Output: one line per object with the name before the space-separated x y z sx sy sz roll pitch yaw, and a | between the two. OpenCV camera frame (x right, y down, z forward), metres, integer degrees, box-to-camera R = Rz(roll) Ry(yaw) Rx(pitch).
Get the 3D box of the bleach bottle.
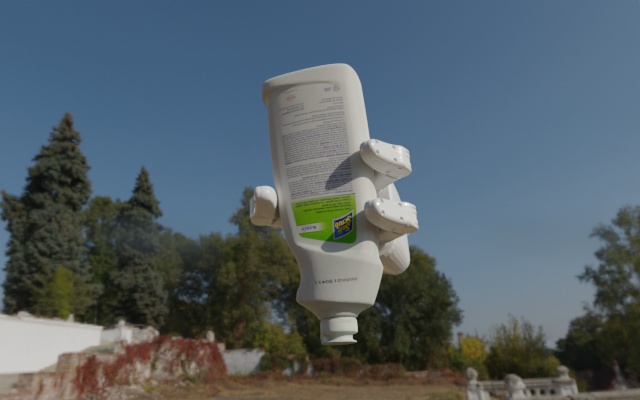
bleach bottle | 0.000 0.001 0.436 0.102 0.250 0.068 -10 -22 16
